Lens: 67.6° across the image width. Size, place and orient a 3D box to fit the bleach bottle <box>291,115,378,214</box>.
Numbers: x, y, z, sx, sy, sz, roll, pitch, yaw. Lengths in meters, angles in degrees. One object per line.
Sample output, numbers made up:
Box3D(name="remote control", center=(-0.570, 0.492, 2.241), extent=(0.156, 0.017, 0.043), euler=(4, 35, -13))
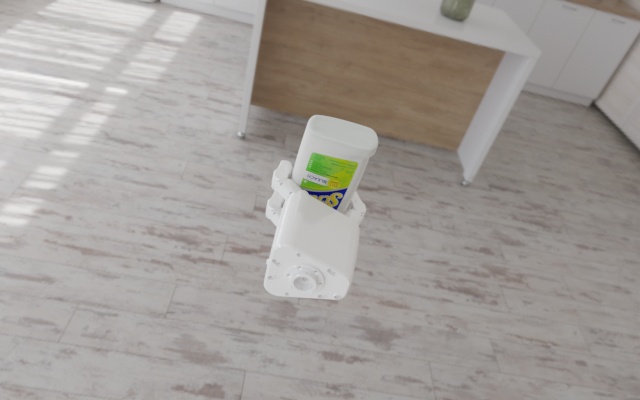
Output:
Box3D(name="bleach bottle", center=(0.000, 0.002, 0.712), extent=(0.102, 0.251, 0.068), euler=(15, 36, -3))
